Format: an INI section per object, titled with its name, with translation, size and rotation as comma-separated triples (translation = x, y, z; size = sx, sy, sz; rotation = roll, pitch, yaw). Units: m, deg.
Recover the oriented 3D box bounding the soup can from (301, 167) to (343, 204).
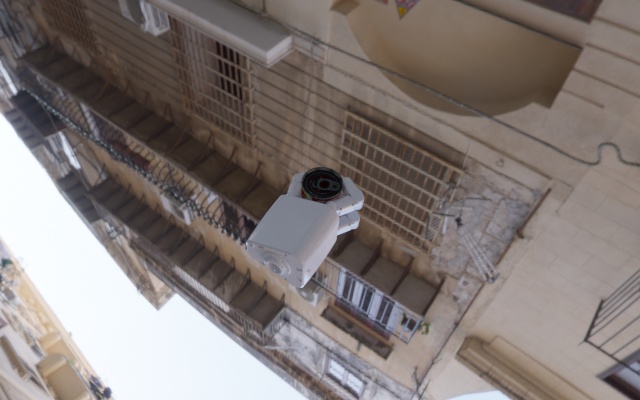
[soup can]
translation = 0.000, 0.002, 0.805
size = 0.068, 0.068, 0.102
rotation = 0, -39, -4
